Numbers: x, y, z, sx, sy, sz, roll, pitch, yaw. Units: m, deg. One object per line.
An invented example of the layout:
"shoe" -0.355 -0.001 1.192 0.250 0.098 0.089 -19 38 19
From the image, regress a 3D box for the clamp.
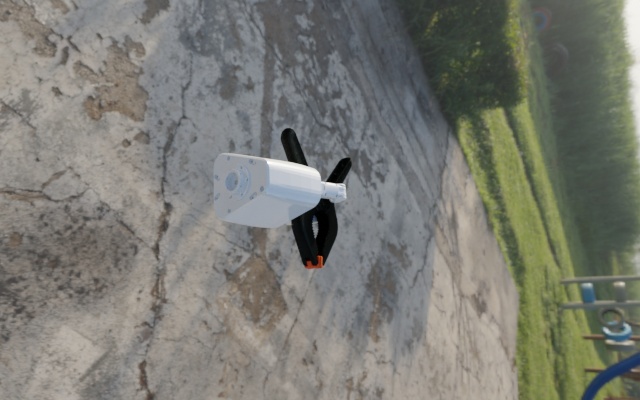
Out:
"clamp" 0.001 0.003 0.757 0.036 0.210 0.164 -10 -12 39
